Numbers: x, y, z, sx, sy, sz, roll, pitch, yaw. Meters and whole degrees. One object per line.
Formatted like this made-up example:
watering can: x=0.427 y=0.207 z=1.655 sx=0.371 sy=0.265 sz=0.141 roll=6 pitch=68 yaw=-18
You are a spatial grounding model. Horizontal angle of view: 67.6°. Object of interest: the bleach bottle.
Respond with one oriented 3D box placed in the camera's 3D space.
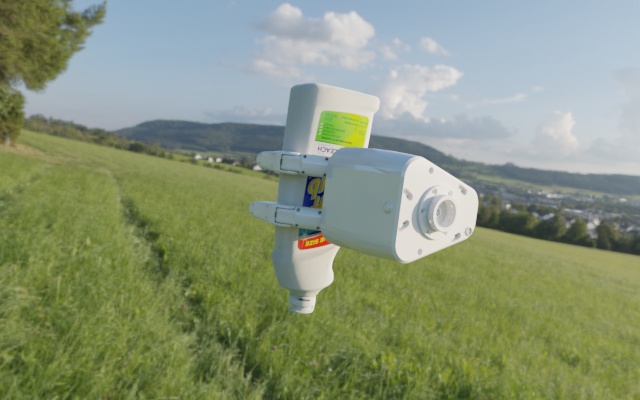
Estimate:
bleach bottle: x=0.000 y=0.002 z=0.543 sx=0.102 sy=0.251 sz=0.068 roll=4 pitch=5 yaw=-33
